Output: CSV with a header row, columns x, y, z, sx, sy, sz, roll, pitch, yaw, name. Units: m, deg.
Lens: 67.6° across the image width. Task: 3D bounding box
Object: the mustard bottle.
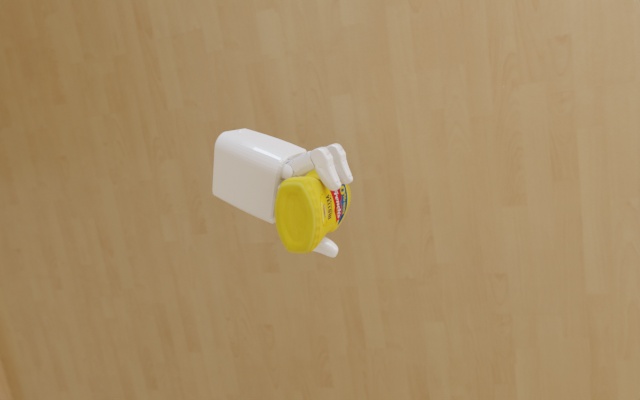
x,y,z,sx,sy,sz,roll,pitch,yaw,name
0.000,0.002,0.681,0.058,0.096,0.191,-2,12,21,mustard bottle
